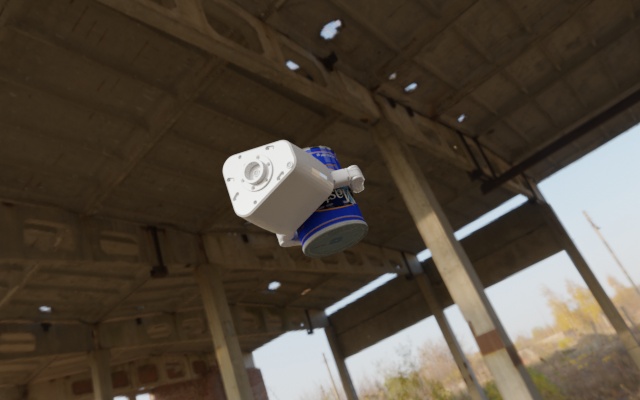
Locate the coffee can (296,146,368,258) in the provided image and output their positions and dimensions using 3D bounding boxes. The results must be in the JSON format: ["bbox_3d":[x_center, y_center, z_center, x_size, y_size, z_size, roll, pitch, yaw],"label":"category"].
[{"bbox_3d":[0.000,0.003,0.735,0.103,0.140,0.103,-18,-26,-9],"label":"coffee can"}]
